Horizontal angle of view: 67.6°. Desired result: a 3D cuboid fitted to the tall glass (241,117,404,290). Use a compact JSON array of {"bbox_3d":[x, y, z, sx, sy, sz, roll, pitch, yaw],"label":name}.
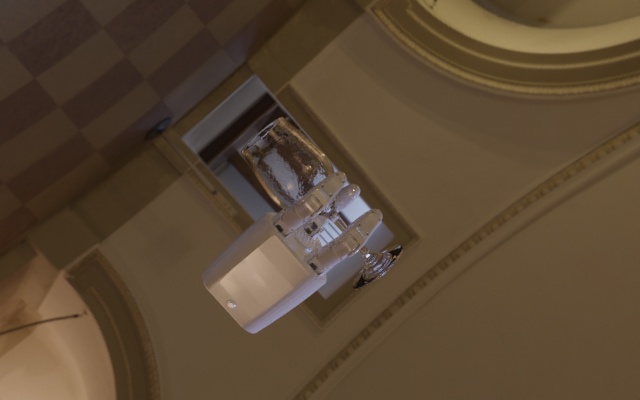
[{"bbox_3d":[0.001,0.002,0.536,0.079,0.201,0.079,-41,5,4],"label":"tall glass"}]
